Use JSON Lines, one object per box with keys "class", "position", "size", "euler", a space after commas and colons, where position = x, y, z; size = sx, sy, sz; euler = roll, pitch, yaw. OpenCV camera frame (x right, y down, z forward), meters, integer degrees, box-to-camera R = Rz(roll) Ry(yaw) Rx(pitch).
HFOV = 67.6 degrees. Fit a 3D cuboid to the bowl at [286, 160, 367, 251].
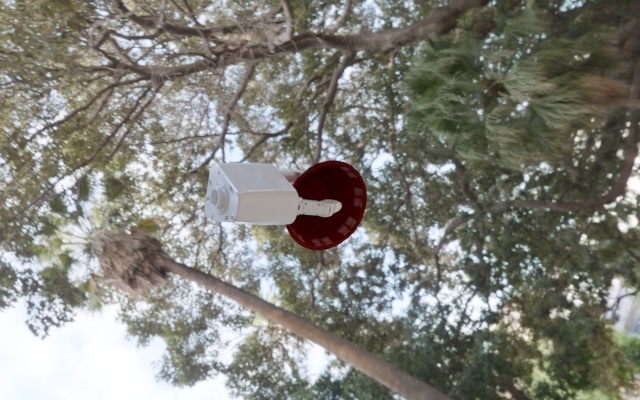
{"class": "bowl", "position": [0.001, 0.003, 0.832], "size": [0.162, 0.162, 0.055], "euler": [0, 18, -30]}
